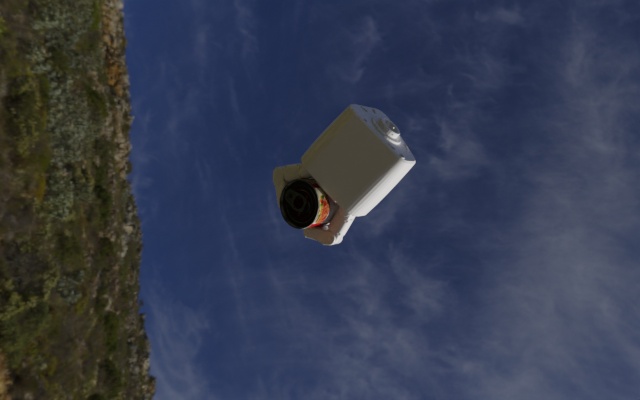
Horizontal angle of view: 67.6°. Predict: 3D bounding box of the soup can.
[{"bbox_3d":[0.000,0.003,0.683,0.068,0.068,0.102,0,3,36],"label":"soup can"}]
